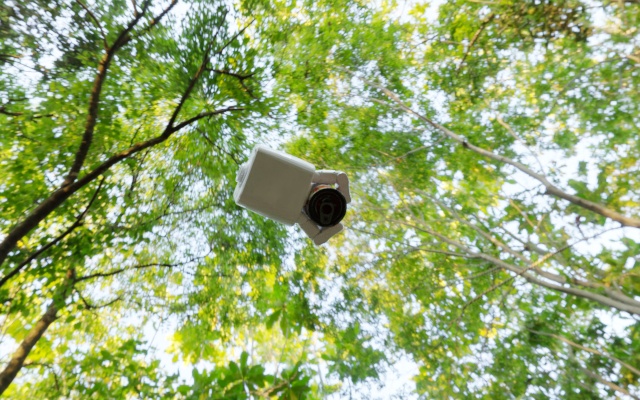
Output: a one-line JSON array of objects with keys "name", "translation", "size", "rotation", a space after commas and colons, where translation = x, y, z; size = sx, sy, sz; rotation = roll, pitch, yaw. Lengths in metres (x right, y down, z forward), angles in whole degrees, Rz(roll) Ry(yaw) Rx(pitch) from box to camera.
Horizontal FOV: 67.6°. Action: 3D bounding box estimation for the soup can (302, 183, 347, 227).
[{"name": "soup can", "translation": [0.001, 0.003, 0.840], "size": [0.068, 0.068, 0.102], "rotation": [0, 11, -14]}]
